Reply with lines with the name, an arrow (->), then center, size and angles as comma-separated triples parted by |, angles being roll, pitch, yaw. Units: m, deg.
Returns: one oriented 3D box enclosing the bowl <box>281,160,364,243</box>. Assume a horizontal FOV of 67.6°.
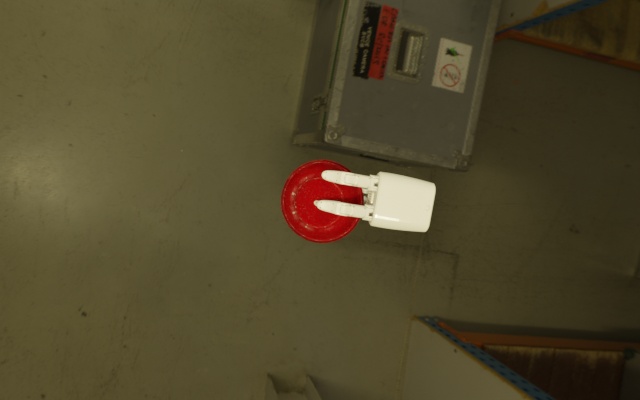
bowl -> -0.001, 0.003, 0.896 | 0.162, 0.162, 0.055 | 0, 2, 6
